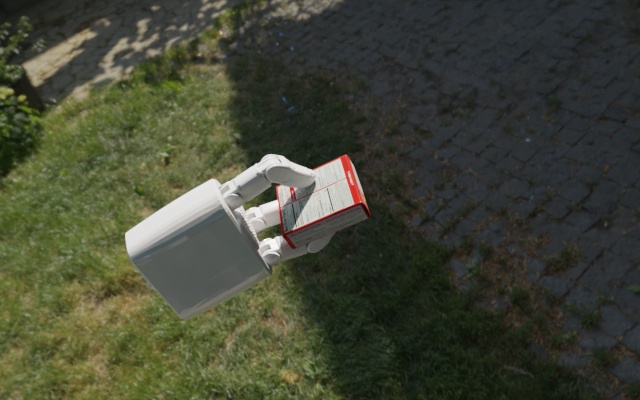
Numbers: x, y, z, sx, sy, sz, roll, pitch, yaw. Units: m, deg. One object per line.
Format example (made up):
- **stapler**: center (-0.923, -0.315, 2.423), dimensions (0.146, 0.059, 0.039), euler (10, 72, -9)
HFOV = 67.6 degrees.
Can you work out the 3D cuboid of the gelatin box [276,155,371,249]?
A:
- **gelatin box**: center (0.000, 0.001, 0.497), dimensions (0.089, 0.073, 0.030), euler (-24, -45, 11)
